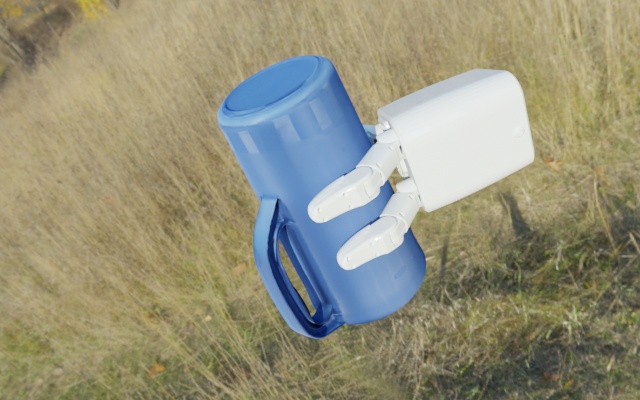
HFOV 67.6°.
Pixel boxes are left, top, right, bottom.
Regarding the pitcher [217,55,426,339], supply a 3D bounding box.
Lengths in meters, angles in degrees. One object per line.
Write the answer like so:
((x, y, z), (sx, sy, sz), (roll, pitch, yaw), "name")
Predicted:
((0.000, 0.001, 0.450), (0.145, 0.243, 0.149), (-24, 32, 6), "pitcher")
